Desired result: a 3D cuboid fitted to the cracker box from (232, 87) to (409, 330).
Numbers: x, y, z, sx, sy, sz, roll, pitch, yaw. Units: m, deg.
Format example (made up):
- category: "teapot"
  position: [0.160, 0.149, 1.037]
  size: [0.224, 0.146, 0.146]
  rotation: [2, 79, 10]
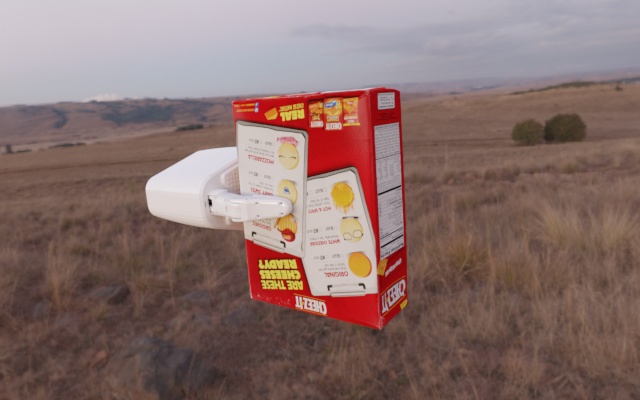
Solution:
- category: "cracker box"
  position: [0.000, 0.001, 0.478]
  size: [0.164, 0.214, 0.072]
  rotation: [4, 15, 36]
